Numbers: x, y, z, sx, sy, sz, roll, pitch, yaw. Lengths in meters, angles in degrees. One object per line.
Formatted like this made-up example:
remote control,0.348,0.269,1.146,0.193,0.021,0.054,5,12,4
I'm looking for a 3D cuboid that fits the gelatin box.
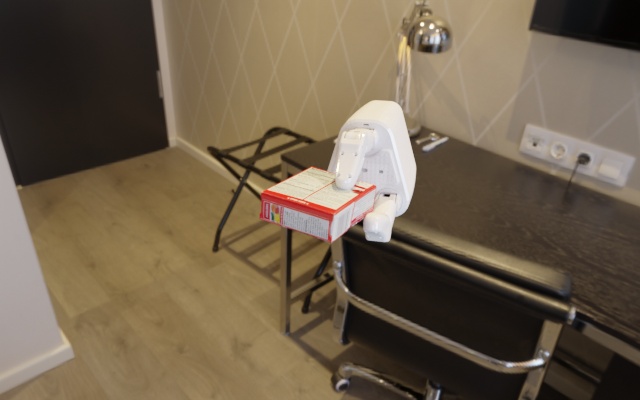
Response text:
gelatin box,0.000,0.001,0.433,0.073,0.030,0.089,17,25,25
